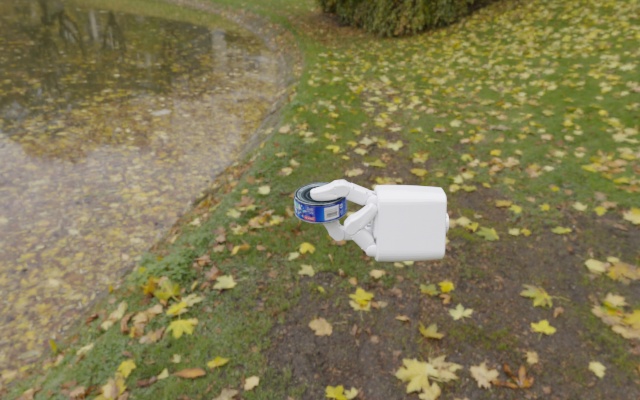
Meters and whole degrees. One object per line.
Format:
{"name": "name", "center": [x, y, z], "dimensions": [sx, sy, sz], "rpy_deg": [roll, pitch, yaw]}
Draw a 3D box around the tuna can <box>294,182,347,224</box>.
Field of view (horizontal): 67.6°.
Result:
{"name": "tuna can", "center": [0.000, 0.002, 0.769], "dimensions": [0.086, 0.034, 0.086], "rpy_deg": [-2, 27, 1]}
